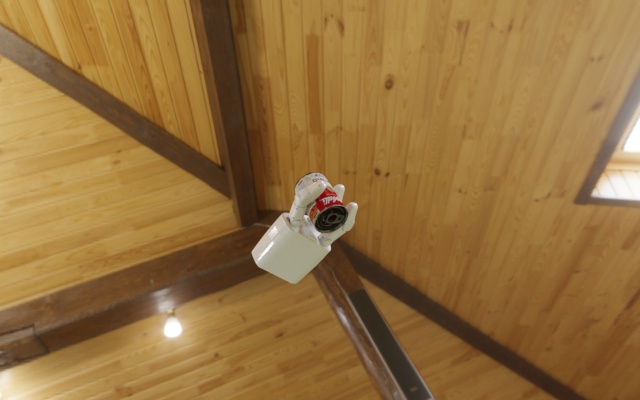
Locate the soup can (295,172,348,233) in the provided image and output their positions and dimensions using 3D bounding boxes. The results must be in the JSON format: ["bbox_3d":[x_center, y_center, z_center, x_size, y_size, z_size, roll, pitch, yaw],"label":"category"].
[{"bbox_3d":[0.000,0.002,0.895,0.068,0.068,0.102,0,39,-31],"label":"soup can"}]
